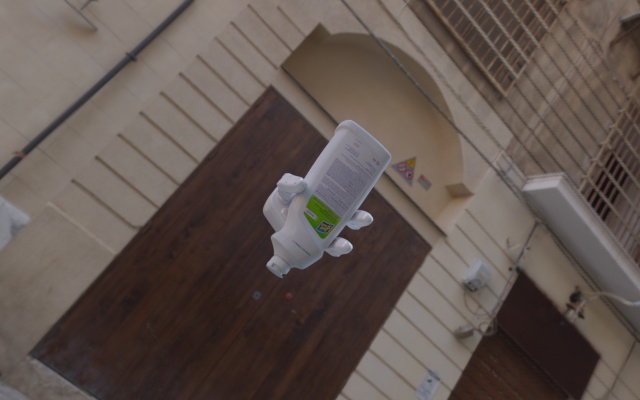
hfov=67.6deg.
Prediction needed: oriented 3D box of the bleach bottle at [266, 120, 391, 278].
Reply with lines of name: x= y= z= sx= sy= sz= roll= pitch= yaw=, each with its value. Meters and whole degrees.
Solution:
bleach bottle: x=0.000 y=0.002 z=0.719 sx=0.102 sy=0.250 sz=0.068 roll=39 pitch=-18 yaw=-6
